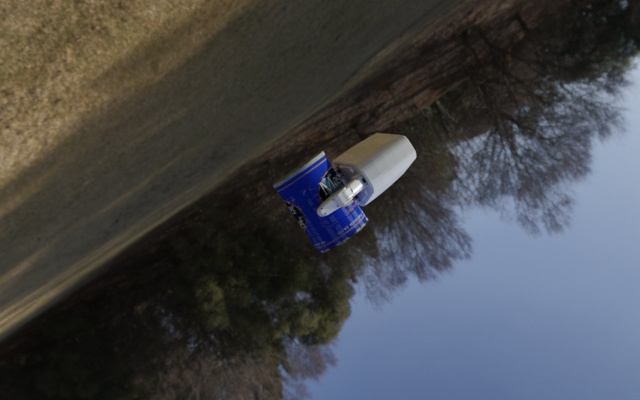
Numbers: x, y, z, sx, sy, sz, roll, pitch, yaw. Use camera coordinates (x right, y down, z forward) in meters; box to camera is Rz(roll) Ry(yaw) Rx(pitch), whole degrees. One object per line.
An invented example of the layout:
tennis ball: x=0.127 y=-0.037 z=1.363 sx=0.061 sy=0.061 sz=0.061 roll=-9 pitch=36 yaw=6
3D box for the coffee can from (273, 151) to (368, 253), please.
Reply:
coffee can: x=0.000 y=0.003 z=0.810 sx=0.103 sy=0.140 sz=0.103 roll=-34 pitch=7 yaw=4
